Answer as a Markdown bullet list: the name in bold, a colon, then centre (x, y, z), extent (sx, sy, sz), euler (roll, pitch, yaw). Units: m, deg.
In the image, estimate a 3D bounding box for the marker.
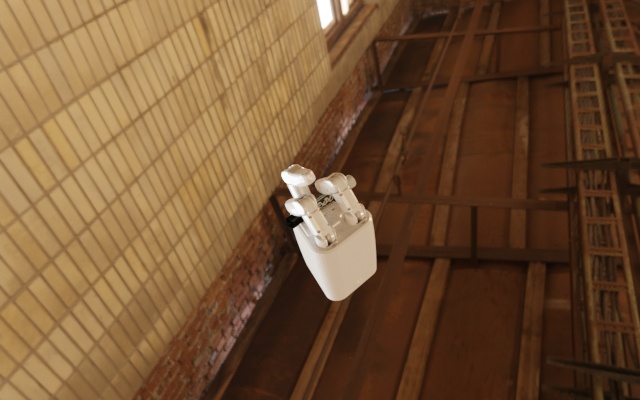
- **marker**: centre (0.000, 0.002, 0.664), extent (0.121, 0.020, 0.020), euler (-35, 16, -25)
